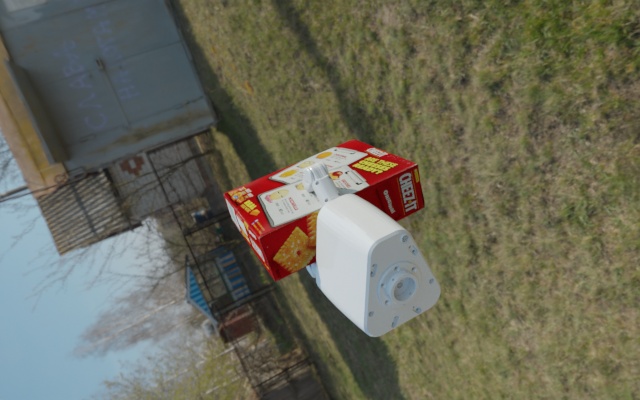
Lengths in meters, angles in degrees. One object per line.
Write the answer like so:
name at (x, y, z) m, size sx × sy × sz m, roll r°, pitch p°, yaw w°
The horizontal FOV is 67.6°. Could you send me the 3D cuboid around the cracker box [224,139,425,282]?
cracker box at (0.000, 0.002, 0.626) m, size 0.213 × 0.072 × 0.164 m, roll -24°, pitch 27°, yaw -17°
